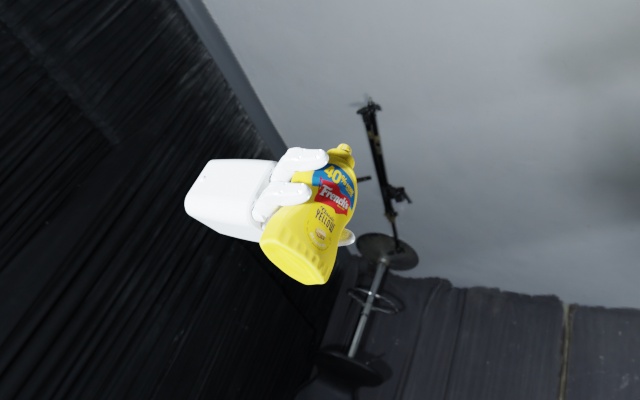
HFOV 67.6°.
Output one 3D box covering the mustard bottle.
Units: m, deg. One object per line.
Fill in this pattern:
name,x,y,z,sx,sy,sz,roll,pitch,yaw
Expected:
mustard bottle,0.000,0.002,0.600,0.058,0.191,0.096,-14,-49,44
